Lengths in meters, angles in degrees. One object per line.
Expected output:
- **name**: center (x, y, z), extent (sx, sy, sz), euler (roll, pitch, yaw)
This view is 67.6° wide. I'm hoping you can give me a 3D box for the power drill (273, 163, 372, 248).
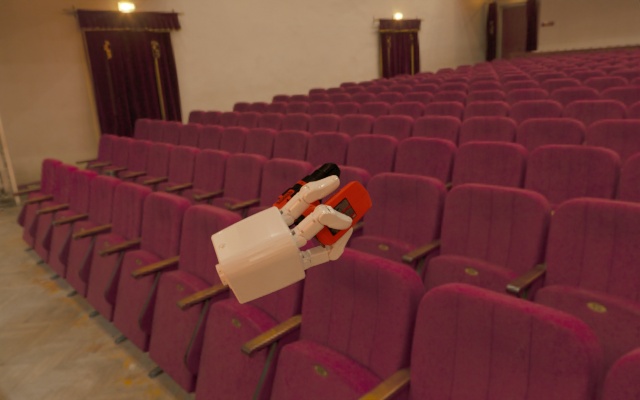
- **power drill**: center (0.000, 0.003, 0.783), extent (0.184, 0.057, 0.187), euler (-44, 22, -19)
